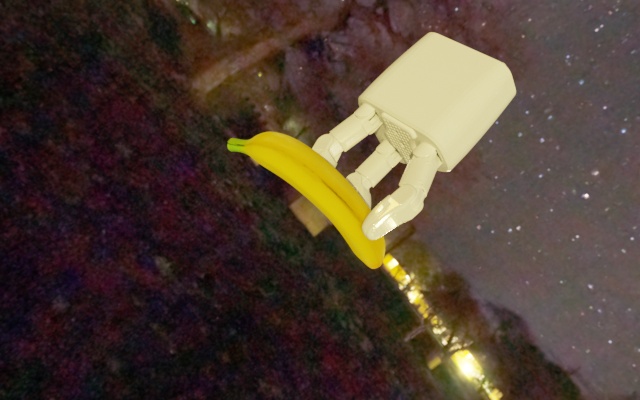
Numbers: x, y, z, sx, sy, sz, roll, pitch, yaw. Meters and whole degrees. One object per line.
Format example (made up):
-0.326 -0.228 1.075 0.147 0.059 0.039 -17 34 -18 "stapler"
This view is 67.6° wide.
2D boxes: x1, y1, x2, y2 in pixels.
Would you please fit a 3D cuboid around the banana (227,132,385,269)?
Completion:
0.006 -0.002 0.442 0.198 0.037 0.069 42 -20 -18 "banana"
